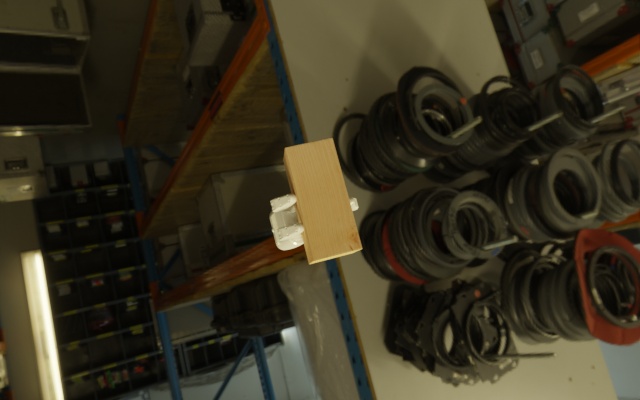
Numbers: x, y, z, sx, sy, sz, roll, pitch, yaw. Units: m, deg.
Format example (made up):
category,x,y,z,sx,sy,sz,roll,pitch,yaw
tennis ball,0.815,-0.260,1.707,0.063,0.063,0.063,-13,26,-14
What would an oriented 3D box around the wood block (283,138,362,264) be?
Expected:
category,x,y,z,sx,sy,sz,roll,pitch,yaw
wood block,0.000,0.003,0.874,0.091,0.206,0.090,-13,-9,-9
